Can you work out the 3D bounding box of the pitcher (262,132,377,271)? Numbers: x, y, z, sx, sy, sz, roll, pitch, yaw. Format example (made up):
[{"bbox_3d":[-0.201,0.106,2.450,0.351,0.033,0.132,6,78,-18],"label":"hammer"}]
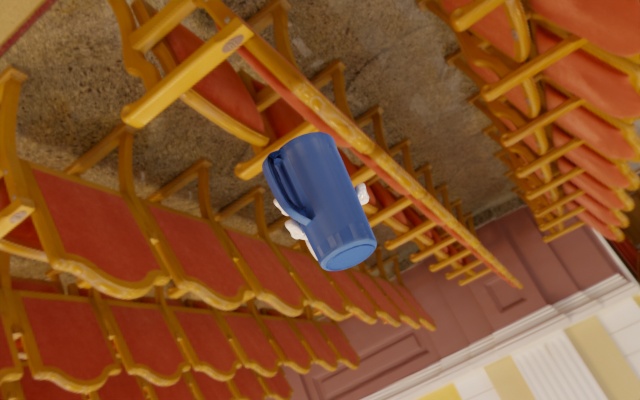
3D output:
[{"bbox_3d":[0.000,0.003,0.881,0.149,0.242,0.145,-23,-27,-2],"label":"pitcher"}]
